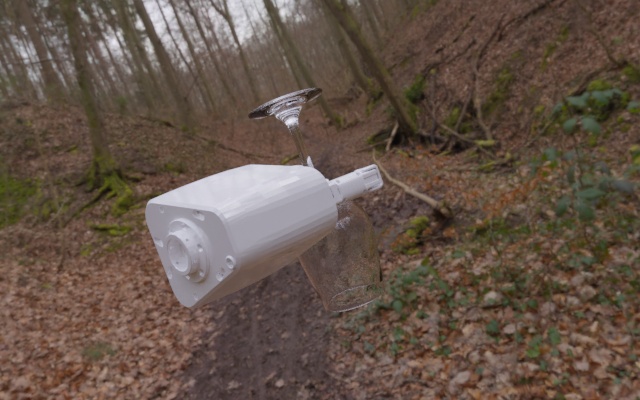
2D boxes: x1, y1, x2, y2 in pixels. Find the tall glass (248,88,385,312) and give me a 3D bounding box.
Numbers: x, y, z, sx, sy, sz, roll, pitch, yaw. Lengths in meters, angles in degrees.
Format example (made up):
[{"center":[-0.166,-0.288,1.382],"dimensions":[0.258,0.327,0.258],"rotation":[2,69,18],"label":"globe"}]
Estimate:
[{"center":[0.000,0.001,0.456],"dimensions":[0.079,0.201,0.079],"rotation":[-20,3,1],"label":"tall glass"}]
